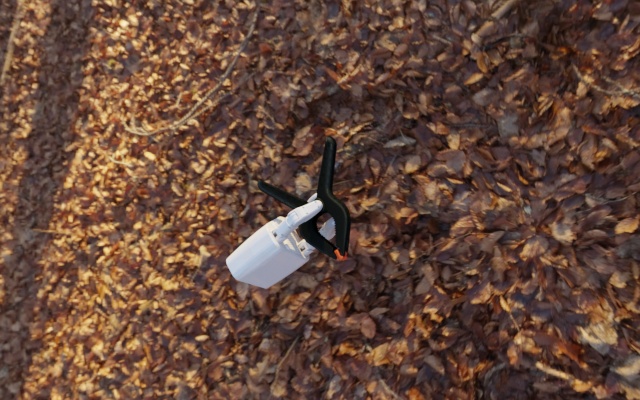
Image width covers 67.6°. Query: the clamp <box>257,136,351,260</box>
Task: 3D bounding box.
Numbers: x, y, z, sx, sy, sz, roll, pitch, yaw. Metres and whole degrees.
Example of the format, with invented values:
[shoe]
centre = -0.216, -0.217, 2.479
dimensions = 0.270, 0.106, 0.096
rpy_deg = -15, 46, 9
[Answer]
[clamp]
centre = 0.000, 0.003, 0.824
dimensions = 0.164, 0.210, 0.036
rpy_deg = -38, -17, 15
